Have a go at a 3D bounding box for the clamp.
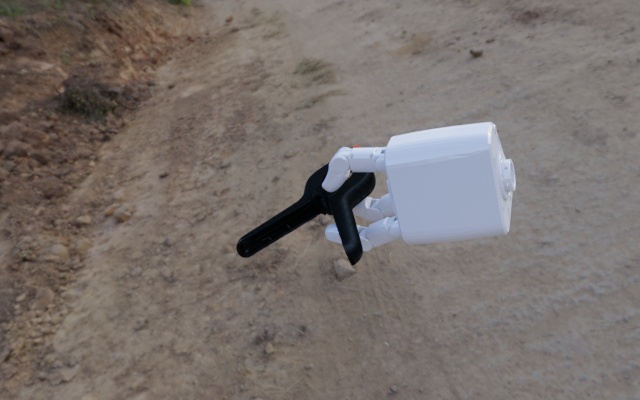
[{"bbox_3d":[0.000,0.001,0.583,0.164,0.036,0.209,-5,36,28],"label":"clamp"}]
